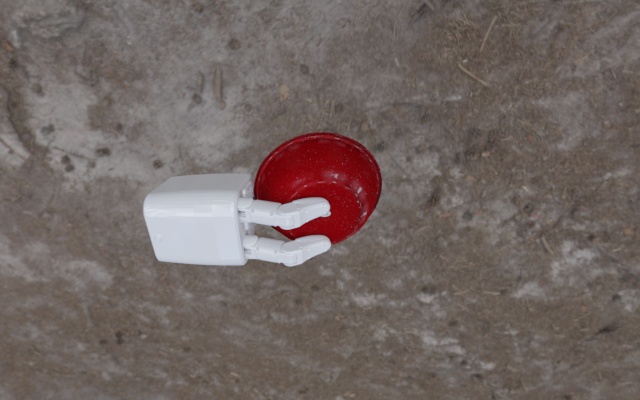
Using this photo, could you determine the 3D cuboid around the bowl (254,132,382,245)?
[{"bbox_3d":[0.001,0.002,0.576,0.162,0.162,0.055,0,34,-7],"label":"bowl"}]
